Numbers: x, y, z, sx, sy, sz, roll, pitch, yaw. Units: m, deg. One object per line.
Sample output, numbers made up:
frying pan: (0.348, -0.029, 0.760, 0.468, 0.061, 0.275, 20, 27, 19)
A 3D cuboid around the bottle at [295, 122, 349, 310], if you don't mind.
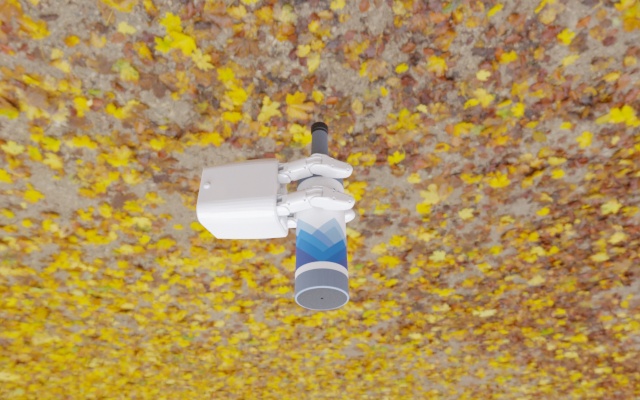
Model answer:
bottle: (0.000, 0.002, 0.668, 0.069, 0.295, 0.069, -1, -37, 0)
